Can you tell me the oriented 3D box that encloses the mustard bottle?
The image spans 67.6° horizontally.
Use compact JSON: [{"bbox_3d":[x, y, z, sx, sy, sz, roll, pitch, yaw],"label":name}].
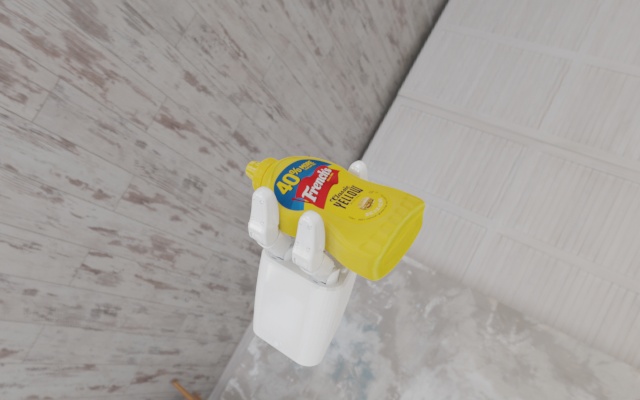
[{"bbox_3d":[0.000,0.001,0.481,0.191,0.058,0.096,25,51,27],"label":"mustard bottle"}]
